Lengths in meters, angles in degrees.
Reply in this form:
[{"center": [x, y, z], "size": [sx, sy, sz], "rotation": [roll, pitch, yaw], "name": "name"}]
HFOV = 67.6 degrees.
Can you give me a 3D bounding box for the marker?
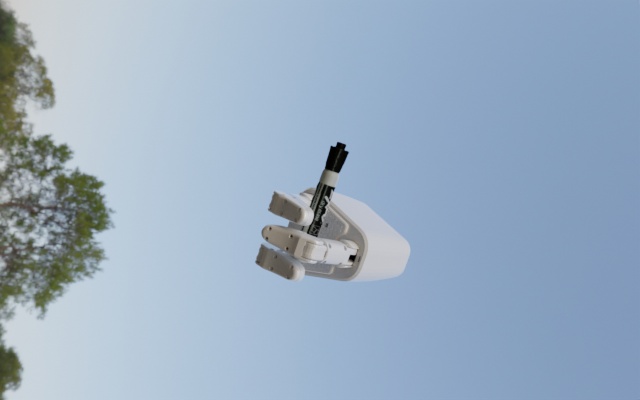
[{"center": [0.000, 0.002, 0.463], "size": [0.020, 0.121, 0.020], "rotation": [20, 7, -2], "name": "marker"}]
